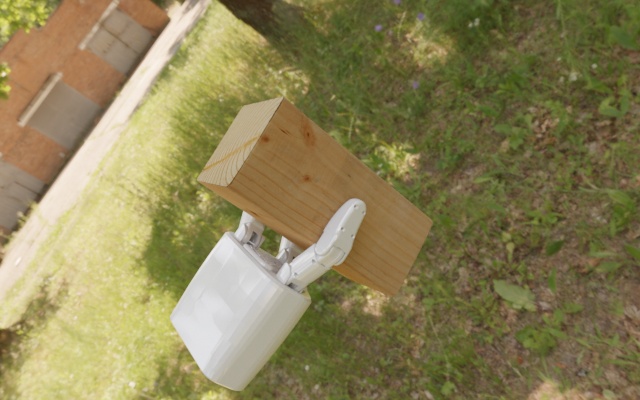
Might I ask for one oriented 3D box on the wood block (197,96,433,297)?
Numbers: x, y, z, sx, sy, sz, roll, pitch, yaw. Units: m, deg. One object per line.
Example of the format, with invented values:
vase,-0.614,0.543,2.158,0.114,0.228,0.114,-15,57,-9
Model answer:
wood block,0.000,0.002,0.467,0.206,0.090,0.091,36,-13,-29
